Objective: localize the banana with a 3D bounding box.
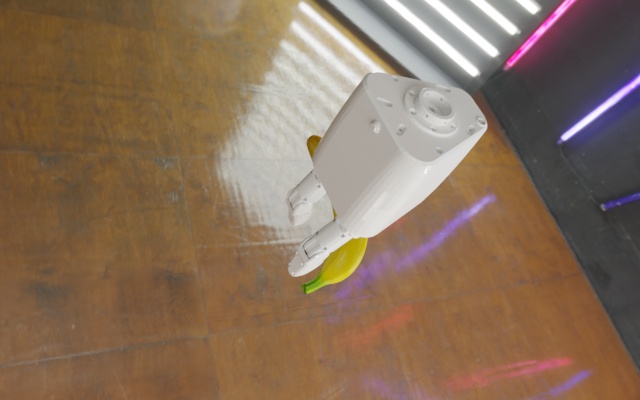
[{"bbox_3d":[0.018,0.008,0.526,0.069,0.197,0.037,10,-34,-14],"label":"banana"}]
